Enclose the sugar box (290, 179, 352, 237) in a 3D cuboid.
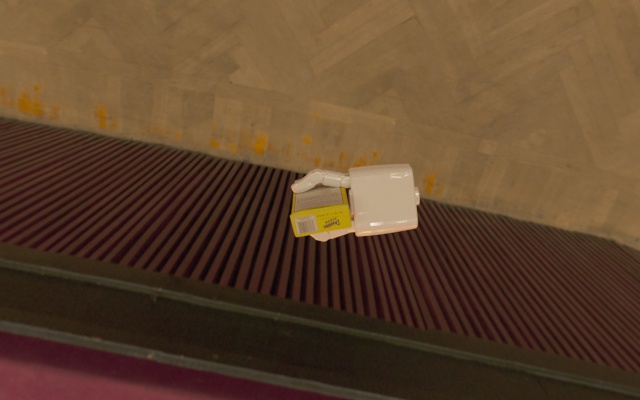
[{"bbox_3d":[0.000,0.003,0.820,0.093,0.048,0.176,-9,17,3],"label":"sugar box"}]
